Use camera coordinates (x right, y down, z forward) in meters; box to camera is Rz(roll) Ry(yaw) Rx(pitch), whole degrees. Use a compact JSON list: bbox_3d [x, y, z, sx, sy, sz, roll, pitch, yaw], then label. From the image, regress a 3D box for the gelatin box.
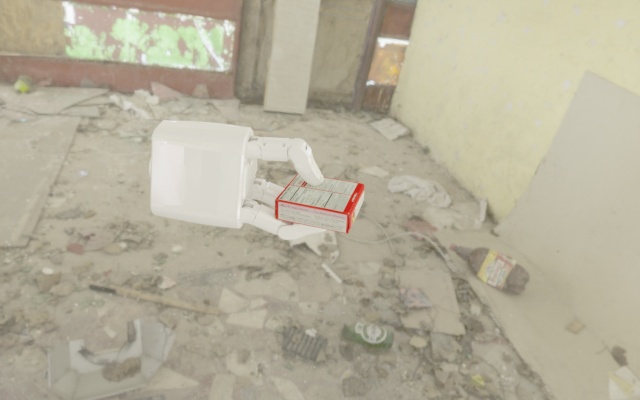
[{"bbox_3d":[0.000,0.001,0.557,0.089,0.030,0.073,10,31,14],"label":"gelatin box"}]
